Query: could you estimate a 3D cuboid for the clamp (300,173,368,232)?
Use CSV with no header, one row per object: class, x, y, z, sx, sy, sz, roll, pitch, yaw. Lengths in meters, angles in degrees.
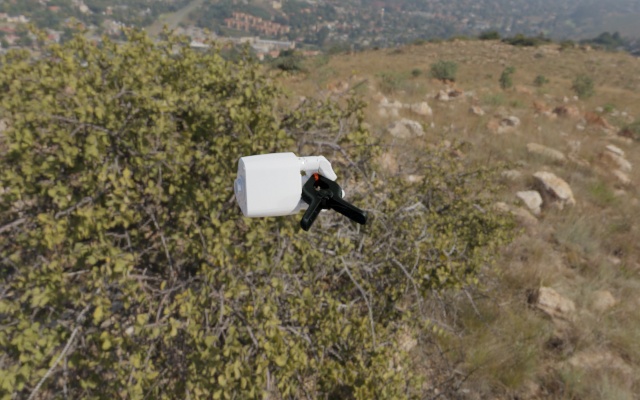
clamp,0.000,0.002,0.890,0.120,0.039,0.171,-6,31,-22
